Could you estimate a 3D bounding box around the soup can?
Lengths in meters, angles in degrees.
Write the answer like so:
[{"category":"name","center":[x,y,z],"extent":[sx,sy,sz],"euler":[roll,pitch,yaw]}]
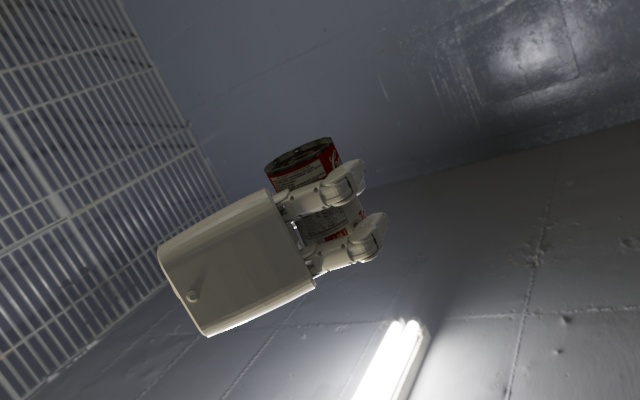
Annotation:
[{"category":"soup can","center":[0.001,0.001,0.445],"extent":[0.068,0.102,0.068],"euler":[-23,16,7]}]
